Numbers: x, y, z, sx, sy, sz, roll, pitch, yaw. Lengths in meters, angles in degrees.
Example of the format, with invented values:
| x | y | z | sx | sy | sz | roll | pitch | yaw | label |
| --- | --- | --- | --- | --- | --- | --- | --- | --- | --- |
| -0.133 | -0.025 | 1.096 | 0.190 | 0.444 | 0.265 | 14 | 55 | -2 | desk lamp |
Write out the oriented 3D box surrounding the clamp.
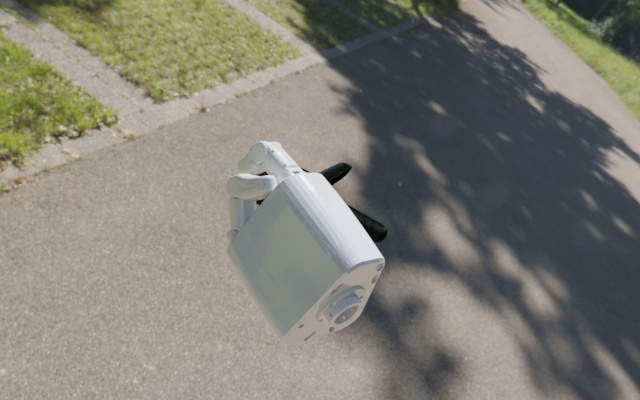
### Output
| x | y | z | sx | sy | sz | roll | pitch | yaw | label |
| --- | --- | --- | --- | --- | --- | --- | --- | --- | --- |
| 0.000 | 0.001 | 0.533 | 0.171 | 0.039 | 0.120 | -4 | 45 | -43 | clamp |
